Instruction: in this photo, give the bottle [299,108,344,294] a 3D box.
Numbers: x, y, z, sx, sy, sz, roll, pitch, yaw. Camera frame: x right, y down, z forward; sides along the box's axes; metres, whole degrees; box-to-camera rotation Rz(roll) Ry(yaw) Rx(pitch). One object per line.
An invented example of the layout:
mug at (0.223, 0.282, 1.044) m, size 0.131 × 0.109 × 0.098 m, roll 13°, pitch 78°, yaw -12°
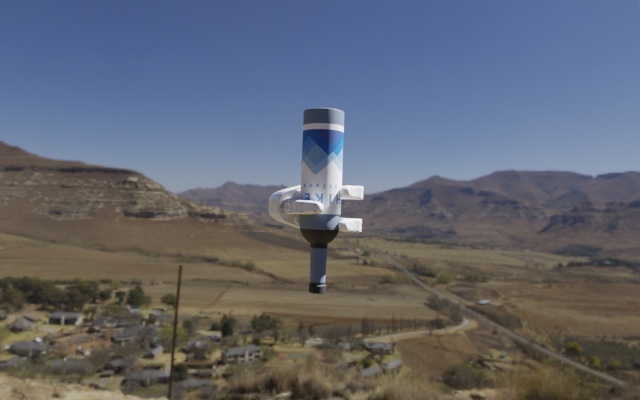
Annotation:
bottle at (0.000, 0.002, 0.778) m, size 0.069 × 0.295 × 0.069 m, roll 2°, pitch 0°, yaw 0°
